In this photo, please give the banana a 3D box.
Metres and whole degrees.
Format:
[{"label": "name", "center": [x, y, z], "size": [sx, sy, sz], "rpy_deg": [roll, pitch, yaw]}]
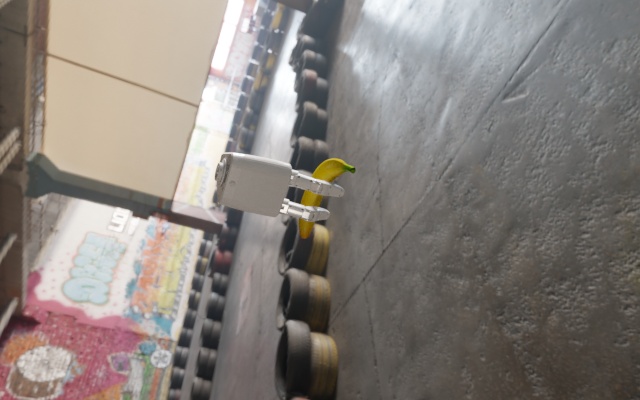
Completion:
[{"label": "banana", "center": [-0.003, -0.013, 0.895], "size": [0.037, 0.069, 0.198], "rpy_deg": [8, -46, -29]}]
